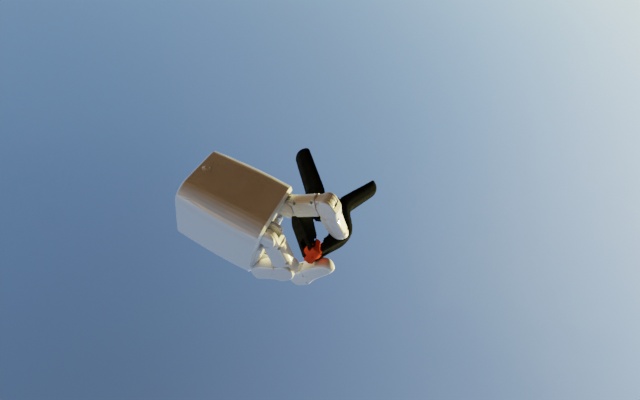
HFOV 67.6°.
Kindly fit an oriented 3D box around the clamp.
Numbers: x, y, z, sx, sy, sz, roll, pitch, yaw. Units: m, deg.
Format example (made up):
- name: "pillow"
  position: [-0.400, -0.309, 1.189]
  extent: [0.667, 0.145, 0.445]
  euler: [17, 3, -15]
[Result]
- name: "clamp"
  position: [0.000, 0.003, 0.613]
  extent: [0.120, 0.039, 0.171]
  euler: [27, 42, 2]
